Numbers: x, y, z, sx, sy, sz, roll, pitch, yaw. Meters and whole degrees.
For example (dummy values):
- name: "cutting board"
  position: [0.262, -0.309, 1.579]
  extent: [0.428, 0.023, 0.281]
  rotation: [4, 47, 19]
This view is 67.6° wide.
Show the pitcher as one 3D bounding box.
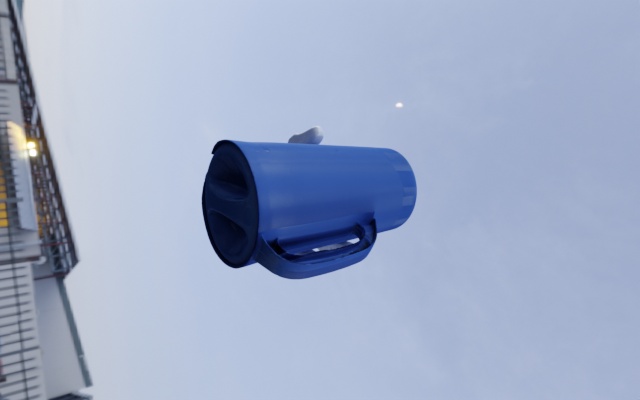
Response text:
- name: "pitcher"
  position: [0.000, 0.002, 0.553]
  extent: [0.243, 0.149, 0.145]
  rotation: [-6, -3, -36]
